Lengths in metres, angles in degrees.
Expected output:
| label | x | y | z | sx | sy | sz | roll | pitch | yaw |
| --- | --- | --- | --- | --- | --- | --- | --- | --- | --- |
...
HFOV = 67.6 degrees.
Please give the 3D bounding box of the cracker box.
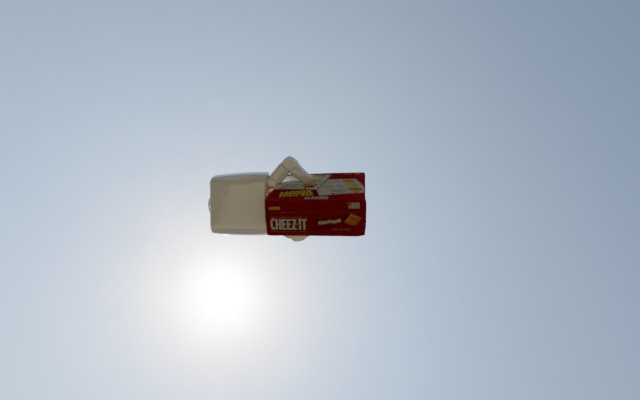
| label | x | y | z | sx | sy | sz | roll | pitch | yaw |
| --- | --- | --- | --- | --- | --- | --- | --- | --- | --- |
| cracker box | 0.000 | 0.003 | 0.864 | 0.164 | 0.072 | 0.213 | -1 | 15 | 5 |
